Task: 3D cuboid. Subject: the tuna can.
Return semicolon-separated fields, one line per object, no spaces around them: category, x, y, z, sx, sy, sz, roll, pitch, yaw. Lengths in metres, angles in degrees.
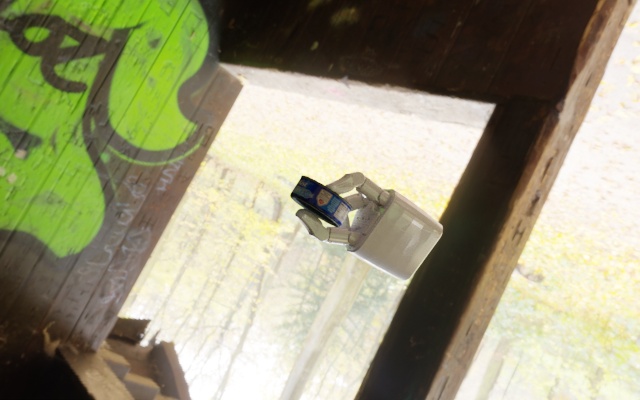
tuna can;0.000;0.003;0.669;0.086;0.033;0.086;32;-8;5
